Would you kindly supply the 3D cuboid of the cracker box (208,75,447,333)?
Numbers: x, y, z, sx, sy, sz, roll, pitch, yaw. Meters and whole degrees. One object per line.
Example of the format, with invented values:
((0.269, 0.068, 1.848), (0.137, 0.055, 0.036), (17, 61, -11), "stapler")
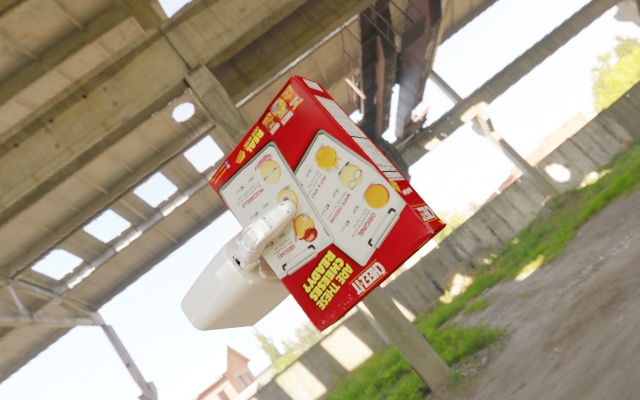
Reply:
((0.000, 0.002, 0.512), (0.164, 0.213, 0.072), (-46, -17, 23), "cracker box")
